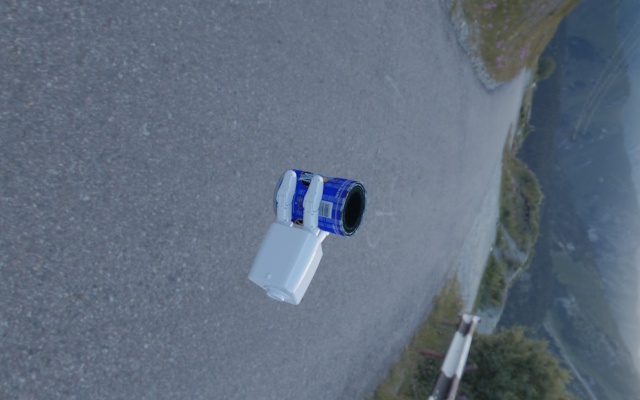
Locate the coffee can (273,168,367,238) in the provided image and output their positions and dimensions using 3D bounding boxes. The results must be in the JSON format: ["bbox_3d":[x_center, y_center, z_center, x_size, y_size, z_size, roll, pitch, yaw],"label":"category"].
[{"bbox_3d":[0.000,0.003,0.870,0.140,0.103,0.103,12,6,28],"label":"coffee can"}]
